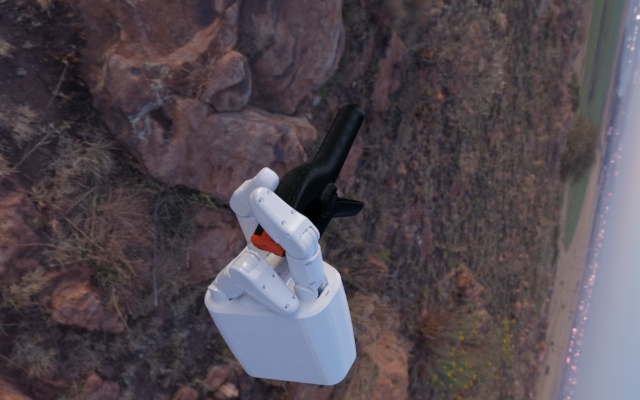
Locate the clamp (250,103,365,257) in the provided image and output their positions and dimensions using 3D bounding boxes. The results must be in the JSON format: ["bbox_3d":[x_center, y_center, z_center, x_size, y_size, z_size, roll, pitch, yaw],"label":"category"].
[{"bbox_3d":[0.001,0.002,0.433,0.039,0.120,0.171,12,44,31],"label":"clamp"}]
